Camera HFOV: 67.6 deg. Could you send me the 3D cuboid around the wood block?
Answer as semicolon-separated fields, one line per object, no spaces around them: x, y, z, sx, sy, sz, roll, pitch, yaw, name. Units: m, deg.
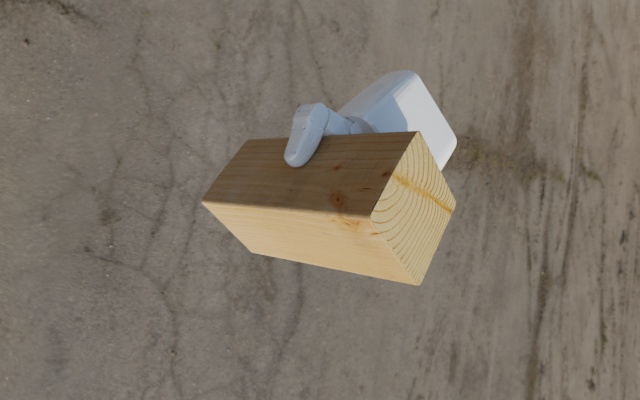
0.000;0.001;0.437;0.206;0.090;0.091;4;-38;43;wood block
